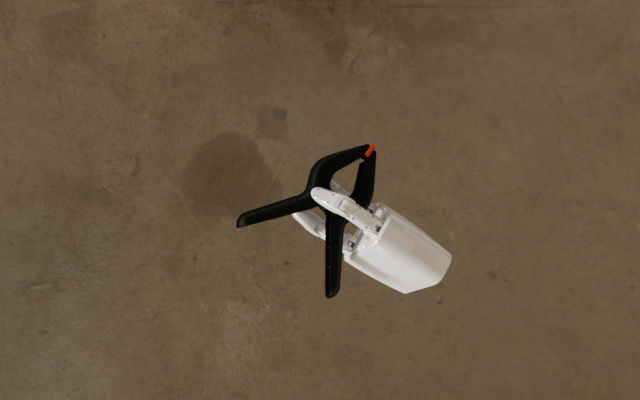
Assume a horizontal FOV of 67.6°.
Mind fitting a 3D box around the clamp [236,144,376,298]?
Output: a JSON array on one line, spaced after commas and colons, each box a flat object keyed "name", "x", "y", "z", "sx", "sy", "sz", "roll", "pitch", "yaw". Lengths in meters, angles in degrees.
[{"name": "clamp", "x": 0.001, "y": 0.002, "z": 0.640, "sx": 0.164, "sy": 0.210, "sz": 0.036, "roll": 33, "pitch": -11, "yaw": -12}]
